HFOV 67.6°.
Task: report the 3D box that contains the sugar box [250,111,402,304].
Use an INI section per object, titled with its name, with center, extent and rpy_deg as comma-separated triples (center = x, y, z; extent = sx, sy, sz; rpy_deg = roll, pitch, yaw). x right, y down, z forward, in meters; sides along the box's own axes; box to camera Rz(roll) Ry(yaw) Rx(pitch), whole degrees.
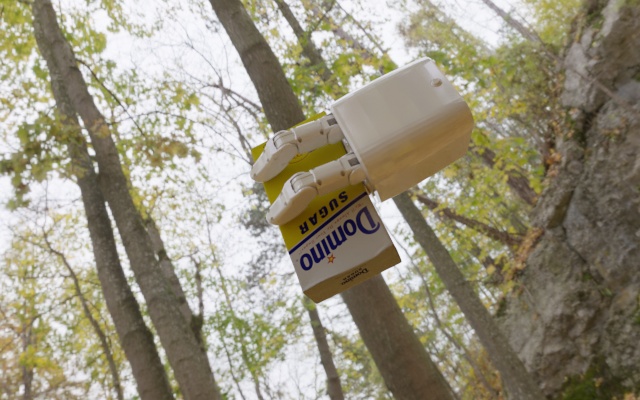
[sugar box]
center = 0.000, 0.001, 0.472
extent = 0.093, 0.176, 0.048
rpy_deg = -28, -35, 5
